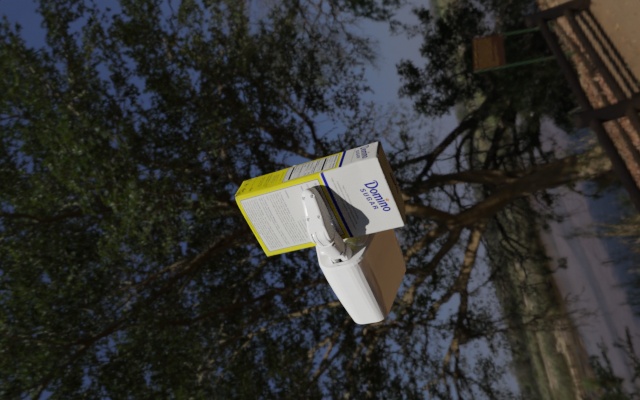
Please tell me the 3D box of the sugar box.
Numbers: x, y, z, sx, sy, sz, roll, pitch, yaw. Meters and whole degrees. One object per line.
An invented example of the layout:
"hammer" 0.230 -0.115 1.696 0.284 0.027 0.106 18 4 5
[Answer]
"sugar box" 0.000 0.002 0.548 0.176 0.093 0.048 -15 30 19
